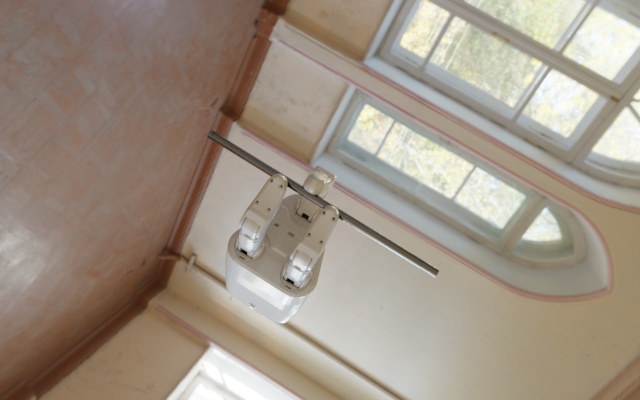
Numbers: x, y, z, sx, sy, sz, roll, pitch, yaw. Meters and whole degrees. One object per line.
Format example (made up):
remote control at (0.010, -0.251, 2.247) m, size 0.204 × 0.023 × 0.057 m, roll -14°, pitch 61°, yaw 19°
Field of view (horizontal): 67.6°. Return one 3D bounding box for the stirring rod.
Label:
stirring rod at (0.000, 0.001, 0.430) m, size 0.239 × 0.011 × 0.011 m, roll 32°, pitch 3°, yaw 5°
